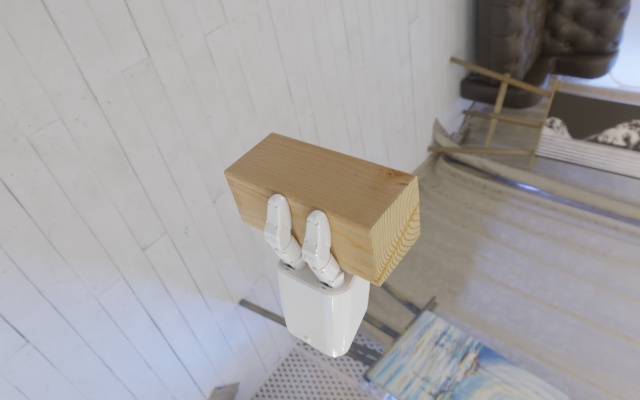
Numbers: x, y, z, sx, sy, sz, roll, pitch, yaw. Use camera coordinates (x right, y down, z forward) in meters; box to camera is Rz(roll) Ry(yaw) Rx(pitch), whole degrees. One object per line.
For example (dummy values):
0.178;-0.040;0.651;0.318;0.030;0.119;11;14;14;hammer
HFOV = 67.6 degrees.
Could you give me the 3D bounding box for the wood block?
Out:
0.000;0.002;0.548;0.206;0.090;0.090;21;51;34;wood block
